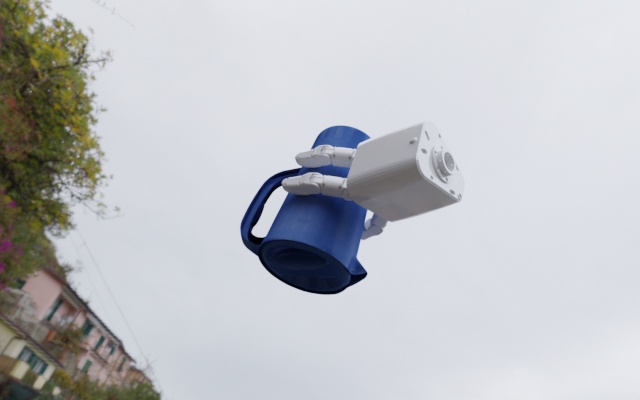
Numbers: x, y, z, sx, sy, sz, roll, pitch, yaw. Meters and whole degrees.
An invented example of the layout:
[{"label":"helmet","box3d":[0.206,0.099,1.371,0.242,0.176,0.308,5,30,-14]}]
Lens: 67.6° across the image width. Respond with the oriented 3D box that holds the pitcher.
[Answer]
[{"label":"pitcher","box3d":[0.000,0.002,0.706,0.145,0.242,0.149,-19,-51,42]}]
